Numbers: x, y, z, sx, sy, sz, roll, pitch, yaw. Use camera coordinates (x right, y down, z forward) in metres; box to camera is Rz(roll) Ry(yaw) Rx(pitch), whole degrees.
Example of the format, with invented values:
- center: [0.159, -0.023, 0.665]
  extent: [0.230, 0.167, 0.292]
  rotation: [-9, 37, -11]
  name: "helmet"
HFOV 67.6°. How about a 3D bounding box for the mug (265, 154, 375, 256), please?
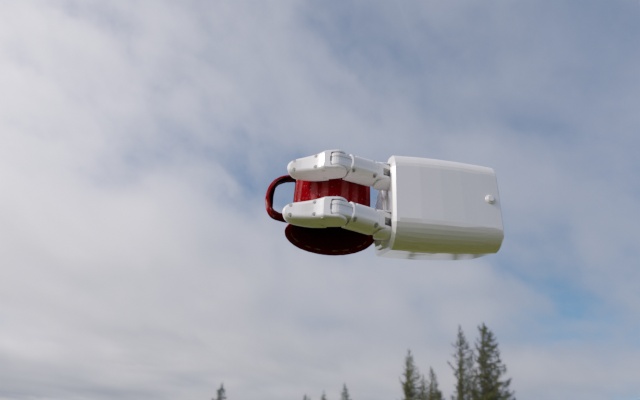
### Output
- center: [-0.001, 0.001, 0.508]
  extent: [0.117, 0.081, 0.093]
  rotation: [6, -31, -3]
  name: "mug"
